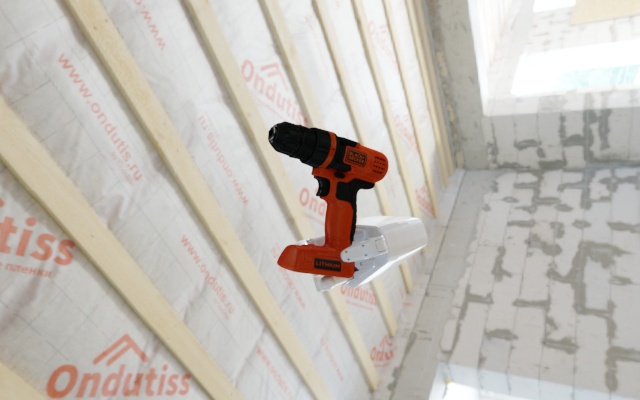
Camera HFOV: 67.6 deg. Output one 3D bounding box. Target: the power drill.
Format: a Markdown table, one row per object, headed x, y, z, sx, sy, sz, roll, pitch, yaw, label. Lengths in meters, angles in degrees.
| x | y | z | sx | sy | sz | roll | pitch | yaw | label |
| --- | --- | --- | --- | --- | --- | --- | --- | --- | --- |
| 0.000 | 0.003 | 0.629 | 0.184 | 0.187 | 0.057 | 14 | -2 | -31 | power drill |
